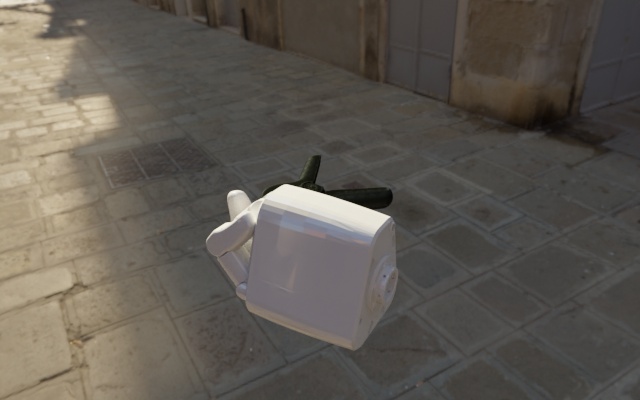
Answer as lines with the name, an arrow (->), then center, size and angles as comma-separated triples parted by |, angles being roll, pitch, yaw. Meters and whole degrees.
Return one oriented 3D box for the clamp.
clamp -> 0.000, 0.001, 0.518 | 0.120, 0.039, 0.171 | 18, 34, 25
